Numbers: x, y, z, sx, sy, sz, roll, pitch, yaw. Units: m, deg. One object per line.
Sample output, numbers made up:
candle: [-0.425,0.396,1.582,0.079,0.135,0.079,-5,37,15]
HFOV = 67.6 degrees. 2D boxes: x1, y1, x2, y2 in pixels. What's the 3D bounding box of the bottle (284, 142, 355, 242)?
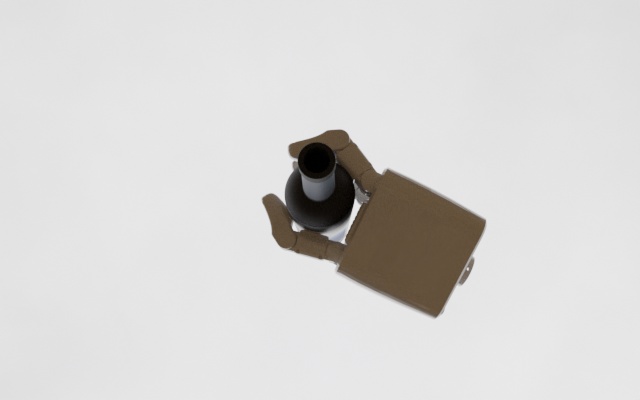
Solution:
bottle: [0.000,0.002,0.481,0.069,0.069,0.296,0,-12,1]
